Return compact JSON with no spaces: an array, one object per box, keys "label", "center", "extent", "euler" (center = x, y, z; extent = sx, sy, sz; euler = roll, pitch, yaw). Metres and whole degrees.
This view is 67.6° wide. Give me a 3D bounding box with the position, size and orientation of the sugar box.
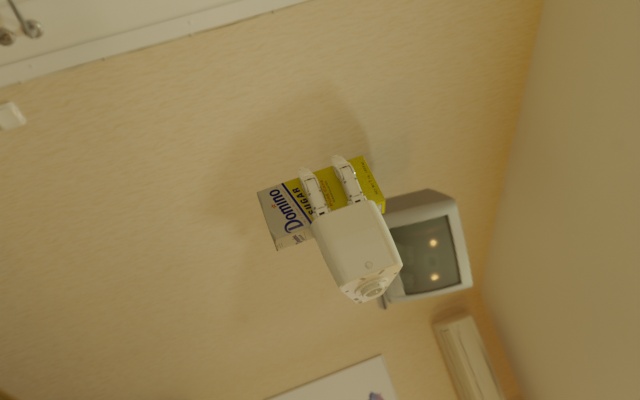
[{"label":"sugar box","center":[0.000,0.002,0.729],"extent":[0.176,0.093,0.048],"euler":[-19,-31,-8]}]
